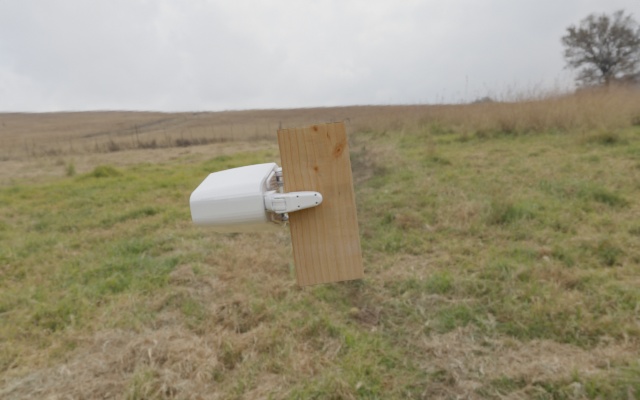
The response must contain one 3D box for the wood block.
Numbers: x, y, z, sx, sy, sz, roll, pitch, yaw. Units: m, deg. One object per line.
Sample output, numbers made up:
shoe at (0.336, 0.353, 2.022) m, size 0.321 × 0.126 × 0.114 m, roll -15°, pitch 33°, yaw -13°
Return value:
wood block at (0.000, 0.002, 0.655) m, size 0.090 × 0.206 × 0.091 m, roll -8°, pitch 6°, yaw 0°
